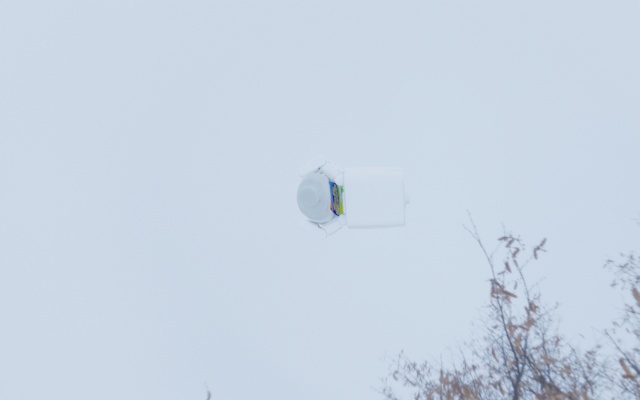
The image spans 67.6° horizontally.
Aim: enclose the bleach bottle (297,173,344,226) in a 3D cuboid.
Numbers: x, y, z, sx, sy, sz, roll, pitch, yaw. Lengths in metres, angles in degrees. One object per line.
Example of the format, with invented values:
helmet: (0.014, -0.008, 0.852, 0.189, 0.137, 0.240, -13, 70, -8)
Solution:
bleach bottle: (0.000, 0.003, 0.886, 0.068, 0.102, 0.251, -1, 0, 10)
